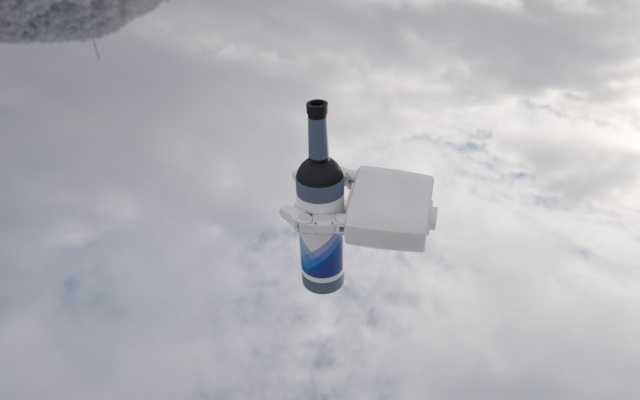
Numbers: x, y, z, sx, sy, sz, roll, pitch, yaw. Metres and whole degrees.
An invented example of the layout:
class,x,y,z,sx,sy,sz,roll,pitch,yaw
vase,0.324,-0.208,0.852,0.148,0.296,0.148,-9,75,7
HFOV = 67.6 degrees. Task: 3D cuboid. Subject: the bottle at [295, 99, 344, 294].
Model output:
class,x,y,z,sx,sy,sz,roll,pitch,yaw
bottle,0.000,0.002,0.671,0.069,0.296,0.069,-1,34,1
